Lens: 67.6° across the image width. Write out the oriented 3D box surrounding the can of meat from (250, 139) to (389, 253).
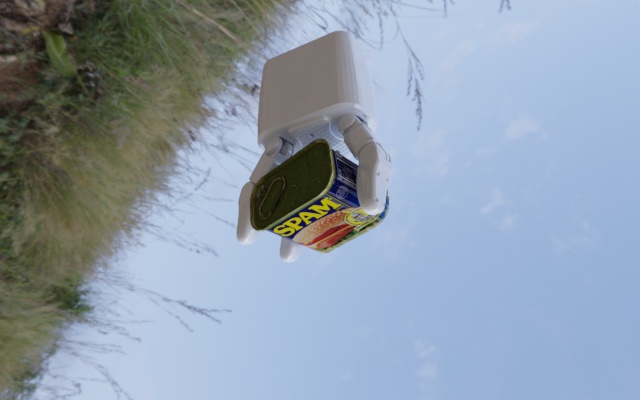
[{"bbox_3d":[0.000,0.002,0.437,0.102,0.057,0.084,-31,-41,32],"label":"can of meat"}]
